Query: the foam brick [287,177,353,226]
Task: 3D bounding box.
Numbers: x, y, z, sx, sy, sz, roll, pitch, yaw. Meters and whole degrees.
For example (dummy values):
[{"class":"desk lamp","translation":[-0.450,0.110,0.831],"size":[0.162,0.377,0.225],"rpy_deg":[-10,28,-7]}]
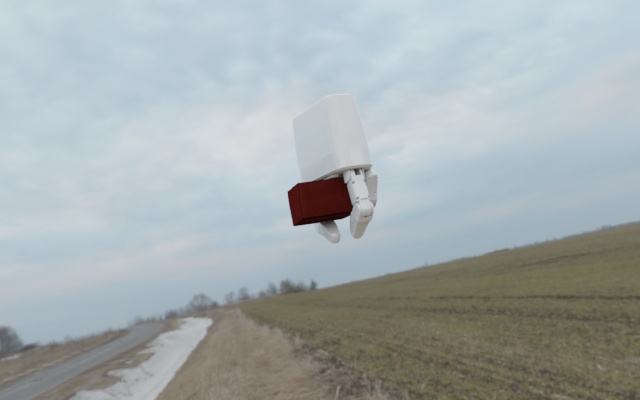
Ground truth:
[{"class":"foam brick","translation":[0.000,0.002,0.652],"size":[0.078,0.051,0.053],"rpy_deg":[-8,-9,-21]}]
